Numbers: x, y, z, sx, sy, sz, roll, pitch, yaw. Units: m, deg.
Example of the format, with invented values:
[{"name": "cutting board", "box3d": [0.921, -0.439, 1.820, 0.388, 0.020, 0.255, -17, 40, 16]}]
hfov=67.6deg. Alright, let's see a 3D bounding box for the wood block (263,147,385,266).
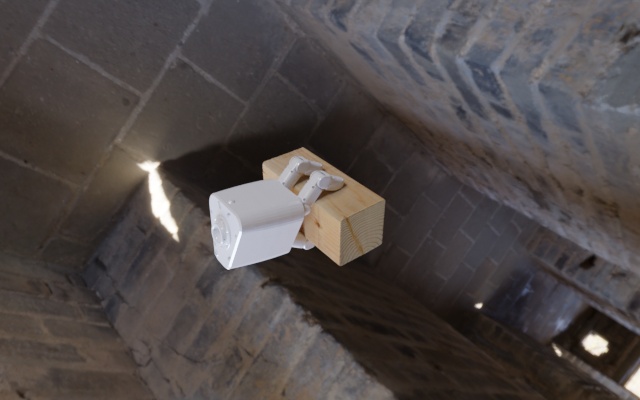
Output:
[{"name": "wood block", "box3d": [0.000, 0.003, 0.779, 0.090, 0.091, 0.206, -24, 42, -30]}]
